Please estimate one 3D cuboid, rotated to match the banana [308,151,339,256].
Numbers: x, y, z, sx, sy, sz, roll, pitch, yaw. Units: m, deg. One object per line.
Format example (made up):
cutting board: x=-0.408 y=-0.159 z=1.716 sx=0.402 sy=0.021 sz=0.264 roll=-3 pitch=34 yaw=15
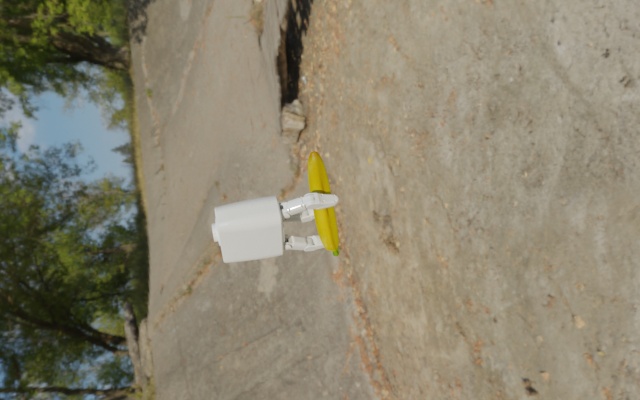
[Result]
banana: x=0.002 y=0.005 z=0.850 sx=0.037 sy=0.198 sz=0.069 roll=-10 pitch=-2 yaw=-6
